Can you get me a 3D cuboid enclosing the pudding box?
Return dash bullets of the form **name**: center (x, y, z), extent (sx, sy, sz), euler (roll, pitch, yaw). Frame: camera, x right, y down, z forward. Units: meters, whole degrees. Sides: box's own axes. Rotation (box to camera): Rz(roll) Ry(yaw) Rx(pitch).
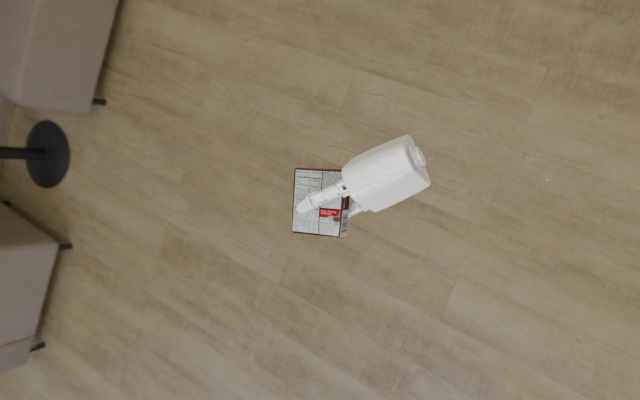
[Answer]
- **pudding box**: center (0.000, 0.003, 0.797), extent (0.090, 0.113, 0.039), euler (5, 3, 22)
